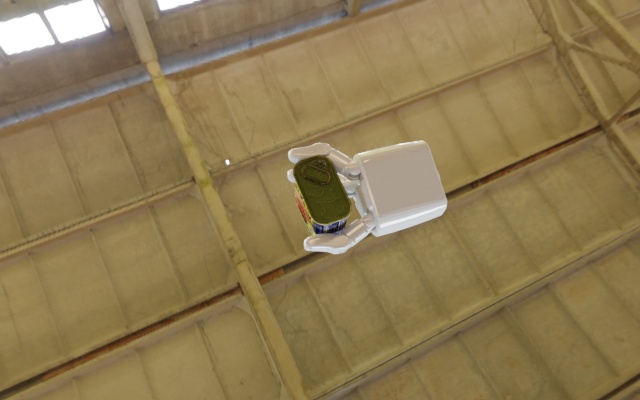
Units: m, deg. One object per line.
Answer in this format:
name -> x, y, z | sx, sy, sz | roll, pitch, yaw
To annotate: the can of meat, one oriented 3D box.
can of meat -> 0.000, 0.002, 0.670 | 0.057, 0.102, 0.084 | -19, -23, -12
